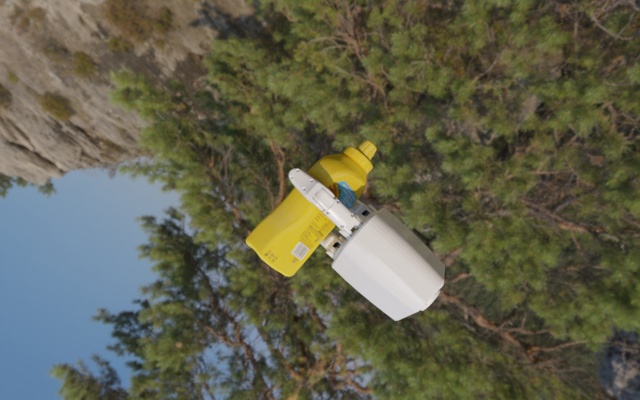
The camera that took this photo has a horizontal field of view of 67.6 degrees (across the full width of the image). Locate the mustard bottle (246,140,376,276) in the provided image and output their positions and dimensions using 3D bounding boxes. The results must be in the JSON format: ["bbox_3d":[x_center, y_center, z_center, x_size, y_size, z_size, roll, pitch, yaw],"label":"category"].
[{"bbox_3d":[0.000,0.002,0.584,0.058,0.191,0.096,40,-4,32],"label":"mustard bottle"}]
